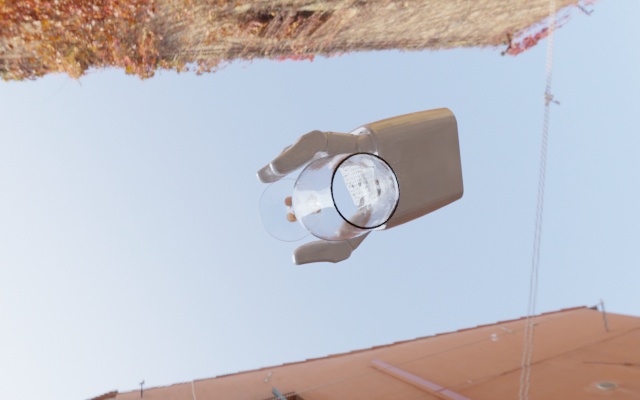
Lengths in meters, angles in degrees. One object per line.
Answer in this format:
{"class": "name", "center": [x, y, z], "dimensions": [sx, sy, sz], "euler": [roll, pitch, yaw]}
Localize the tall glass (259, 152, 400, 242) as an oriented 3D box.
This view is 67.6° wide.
{"class": "tall glass", "center": [0.000, 0.002, 0.468], "dimensions": [0.079, 0.079, 0.201], "euler": [0, -5, -21]}
